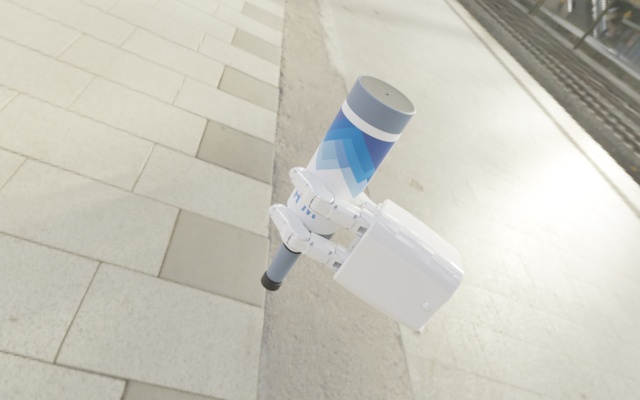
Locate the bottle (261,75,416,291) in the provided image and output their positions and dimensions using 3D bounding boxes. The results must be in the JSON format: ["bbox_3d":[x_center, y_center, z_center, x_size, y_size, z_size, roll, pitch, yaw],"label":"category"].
[{"bbox_3d":[0.000,0.002,0.546,0.069,0.296,0.069,22,33,-15],"label":"bottle"}]
